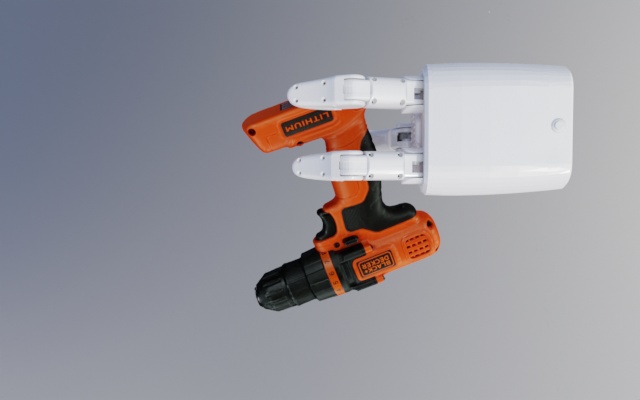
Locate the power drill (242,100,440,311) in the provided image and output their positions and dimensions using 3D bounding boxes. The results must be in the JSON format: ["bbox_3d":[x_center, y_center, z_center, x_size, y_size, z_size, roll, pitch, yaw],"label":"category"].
[{"bbox_3d":[0.000,0.001,0.433,0.184,0.188,0.057,-22,22,1],"label":"power drill"}]
